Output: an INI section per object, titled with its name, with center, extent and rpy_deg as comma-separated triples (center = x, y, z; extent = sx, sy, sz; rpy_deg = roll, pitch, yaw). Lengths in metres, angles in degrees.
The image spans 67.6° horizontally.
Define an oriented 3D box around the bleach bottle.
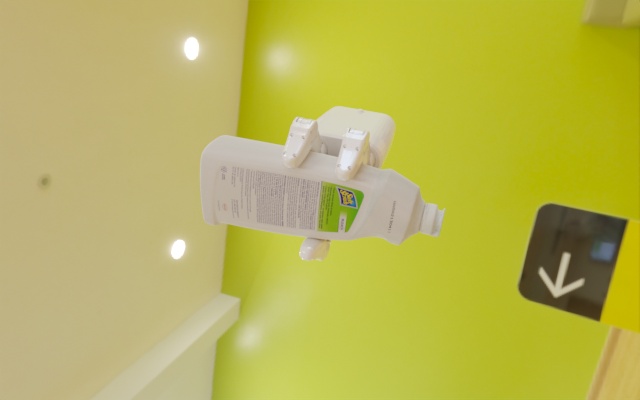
[bleach bottle]
center = 0.000, 0.002, 0.502
extent = 0.251, 0.103, 0.068
rpy_deg = 13, 32, 14
